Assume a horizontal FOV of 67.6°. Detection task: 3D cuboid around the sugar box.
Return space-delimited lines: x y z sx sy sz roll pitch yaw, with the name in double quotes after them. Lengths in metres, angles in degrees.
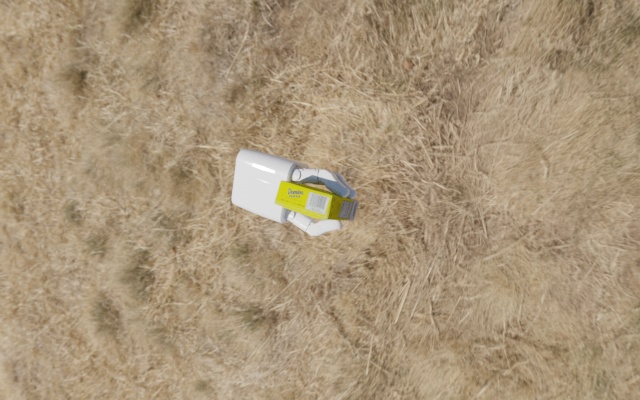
0.000 0.002 0.820 0.093 0.048 0.176 18 5 17 "sugar box"
